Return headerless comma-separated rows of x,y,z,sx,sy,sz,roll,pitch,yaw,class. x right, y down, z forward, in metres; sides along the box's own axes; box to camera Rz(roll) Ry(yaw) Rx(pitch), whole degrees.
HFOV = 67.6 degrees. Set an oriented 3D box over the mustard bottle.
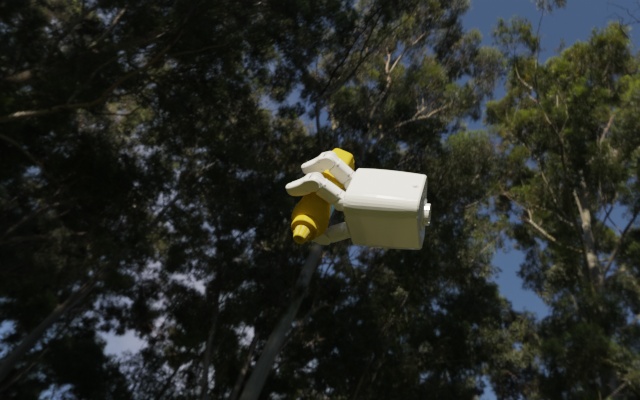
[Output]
0.000,0.002,0.752,0.058,0.096,0.191,25,40,4,mustard bottle
